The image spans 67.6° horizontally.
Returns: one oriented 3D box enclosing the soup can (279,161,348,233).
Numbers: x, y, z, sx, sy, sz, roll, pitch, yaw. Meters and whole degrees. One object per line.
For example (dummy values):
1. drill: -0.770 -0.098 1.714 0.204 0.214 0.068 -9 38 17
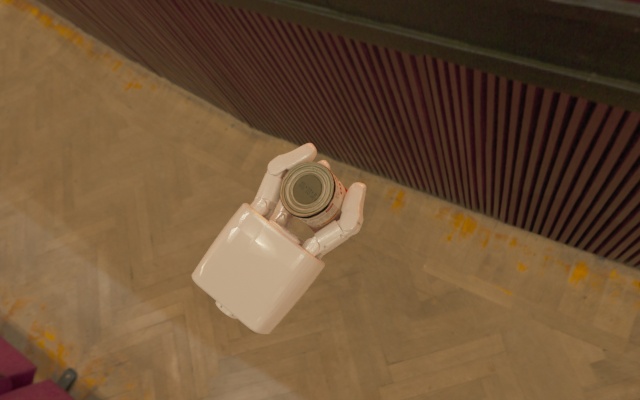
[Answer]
1. soup can: 0.000 0.001 0.570 0.068 0.068 0.102 0 -17 20
